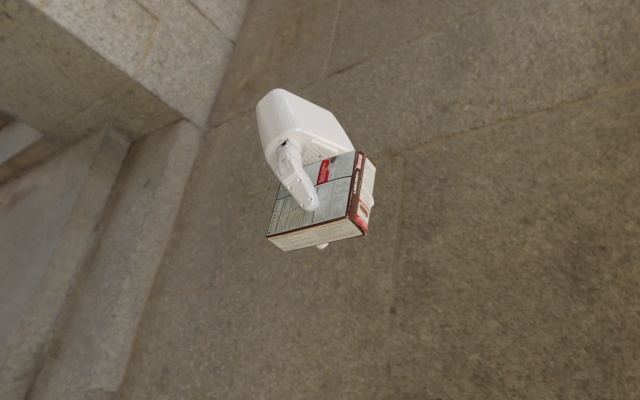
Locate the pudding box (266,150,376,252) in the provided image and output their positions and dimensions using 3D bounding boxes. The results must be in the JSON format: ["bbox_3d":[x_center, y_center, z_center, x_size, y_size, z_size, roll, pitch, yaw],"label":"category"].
[{"bbox_3d":[0.000,0.002,0.514,0.113,0.090,0.039,-17,-42,37],"label":"pudding box"}]
